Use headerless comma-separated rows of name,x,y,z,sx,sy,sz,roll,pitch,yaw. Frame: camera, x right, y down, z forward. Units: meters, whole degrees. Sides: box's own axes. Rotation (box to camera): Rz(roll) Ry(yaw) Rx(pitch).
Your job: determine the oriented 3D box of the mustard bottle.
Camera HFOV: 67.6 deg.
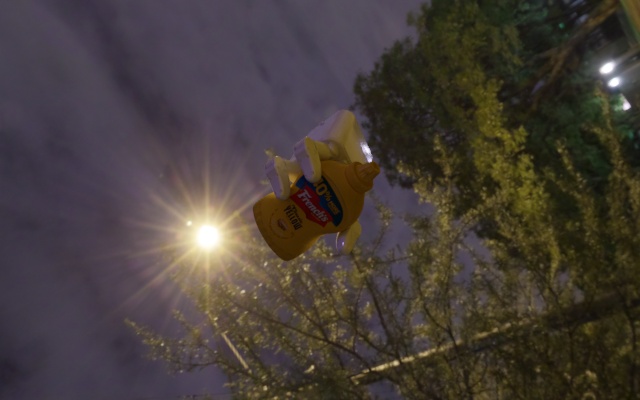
mustard bottle,0.000,0.002,0.635,0.192,0.096,0.058,-32,-5,32
